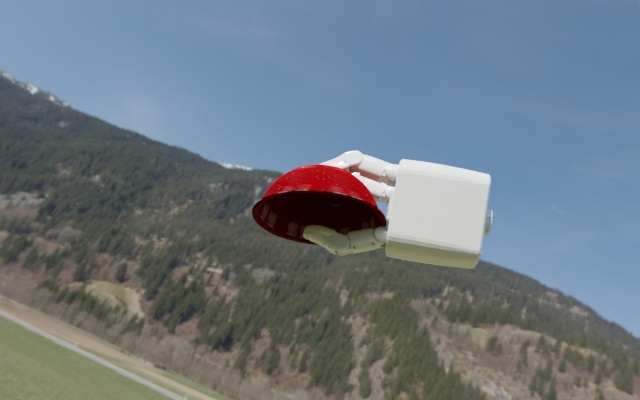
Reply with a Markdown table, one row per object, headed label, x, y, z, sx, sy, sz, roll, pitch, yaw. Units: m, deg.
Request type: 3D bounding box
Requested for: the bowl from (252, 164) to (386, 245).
| label | x | y | z | sx | sy | sz | roll | pitch | yaw |
| --- | --- | --- | --- | --- | --- | --- | --- | --- | --- |
| bowl | -0.001 | 0.001 | 0.584 | 0.162 | 0.055 | 0.162 | 4 | -26 | 2 |
